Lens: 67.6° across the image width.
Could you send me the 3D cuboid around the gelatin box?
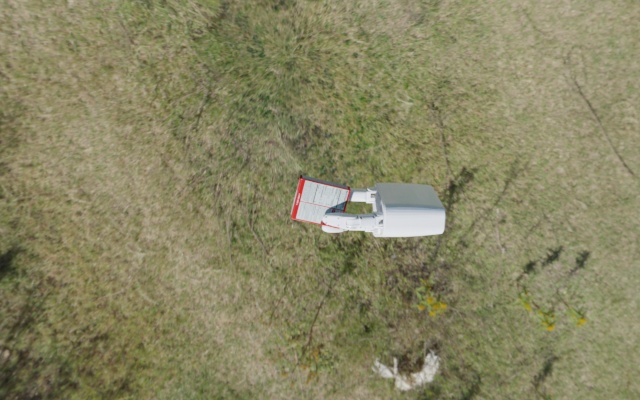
[{"bbox_3d":[0.000,0.003,0.815,0.089,0.073,0.030,12,16,-9],"label":"gelatin box"}]
